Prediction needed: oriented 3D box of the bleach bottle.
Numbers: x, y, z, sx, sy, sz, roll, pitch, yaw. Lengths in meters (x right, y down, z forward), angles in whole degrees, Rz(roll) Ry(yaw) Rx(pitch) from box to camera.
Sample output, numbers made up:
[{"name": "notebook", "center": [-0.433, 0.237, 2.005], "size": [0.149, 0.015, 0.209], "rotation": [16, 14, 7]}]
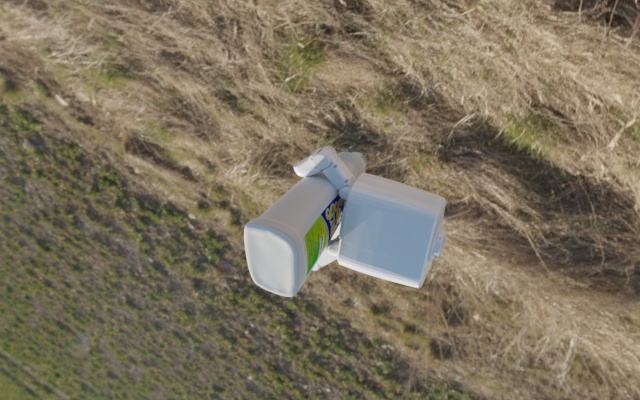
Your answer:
[{"name": "bleach bottle", "center": [0.000, 0.002, 0.604], "size": [0.068, 0.103, 0.250], "rotation": [16, 40, 20]}]
